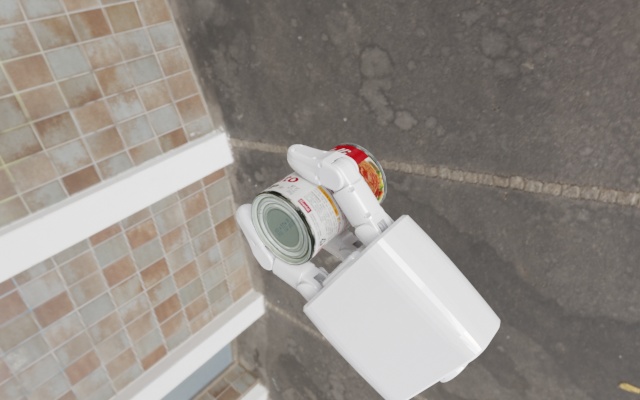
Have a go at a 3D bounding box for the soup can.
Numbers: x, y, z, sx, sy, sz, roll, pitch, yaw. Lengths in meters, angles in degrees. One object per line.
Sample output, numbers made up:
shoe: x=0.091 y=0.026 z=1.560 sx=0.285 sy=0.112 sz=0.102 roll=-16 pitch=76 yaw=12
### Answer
soup can: x=0.000 y=0.001 z=0.405 sx=0.068 sy=0.068 sz=0.102 roll=0 pitch=26 yaw=45
